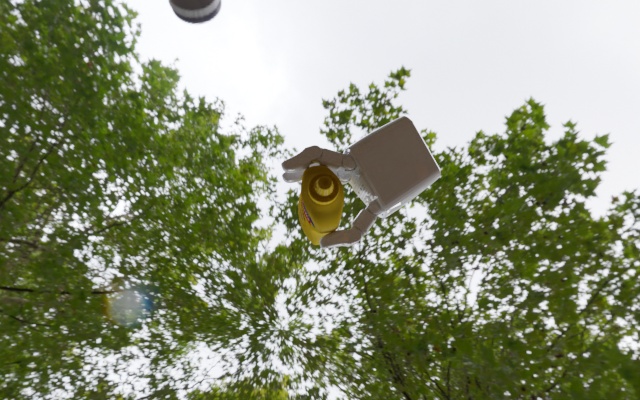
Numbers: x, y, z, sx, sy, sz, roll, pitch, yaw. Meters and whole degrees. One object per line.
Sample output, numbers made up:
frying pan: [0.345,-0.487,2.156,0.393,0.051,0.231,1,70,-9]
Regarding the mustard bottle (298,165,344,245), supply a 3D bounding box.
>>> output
mustard bottle: [0.000,0.002,0.689,0.058,0.096,0.192,-9,-14,-7]
